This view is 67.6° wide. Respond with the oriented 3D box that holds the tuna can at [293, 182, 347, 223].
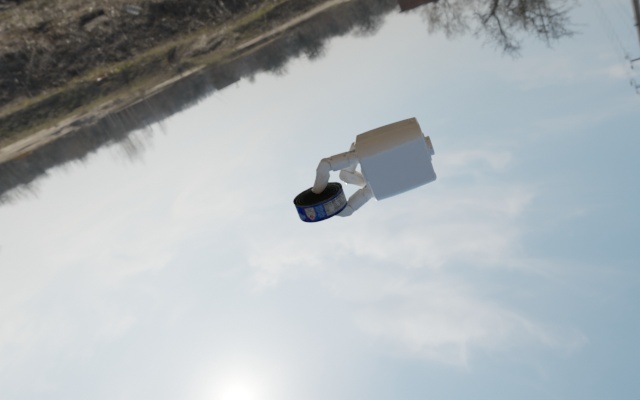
[{"bbox_3d":[0.000,0.003,0.791,0.086,0.034,0.086,-18,20,7],"label":"tuna can"}]
